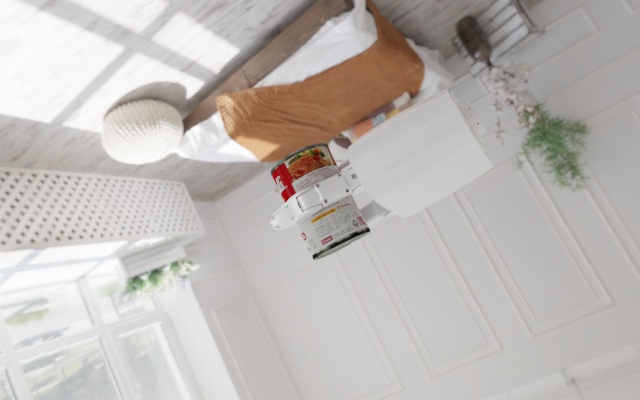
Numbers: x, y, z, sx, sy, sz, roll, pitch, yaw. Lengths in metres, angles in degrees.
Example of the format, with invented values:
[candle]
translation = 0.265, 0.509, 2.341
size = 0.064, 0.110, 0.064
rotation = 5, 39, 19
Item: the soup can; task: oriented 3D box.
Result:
[soup can]
translation = 0.000, 0.002, 0.492
size = 0.068, 0.102, 0.068
rotation = -26, -10, -5
